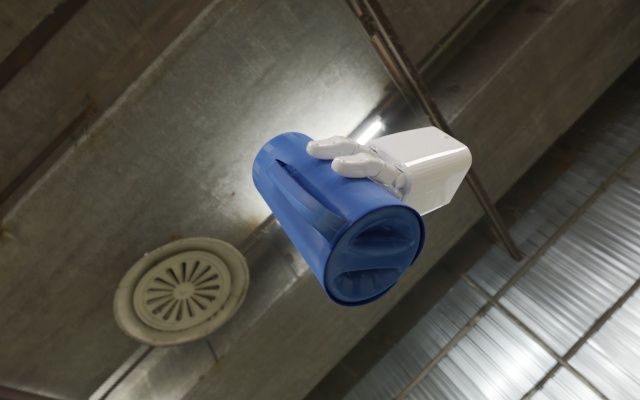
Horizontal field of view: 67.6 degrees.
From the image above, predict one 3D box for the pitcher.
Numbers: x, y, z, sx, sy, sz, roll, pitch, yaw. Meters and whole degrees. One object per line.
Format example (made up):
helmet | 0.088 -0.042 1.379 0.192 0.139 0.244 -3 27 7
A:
pitcher | 0.000 0.002 0.592 0.145 0.149 0.242 -17 38 -24
